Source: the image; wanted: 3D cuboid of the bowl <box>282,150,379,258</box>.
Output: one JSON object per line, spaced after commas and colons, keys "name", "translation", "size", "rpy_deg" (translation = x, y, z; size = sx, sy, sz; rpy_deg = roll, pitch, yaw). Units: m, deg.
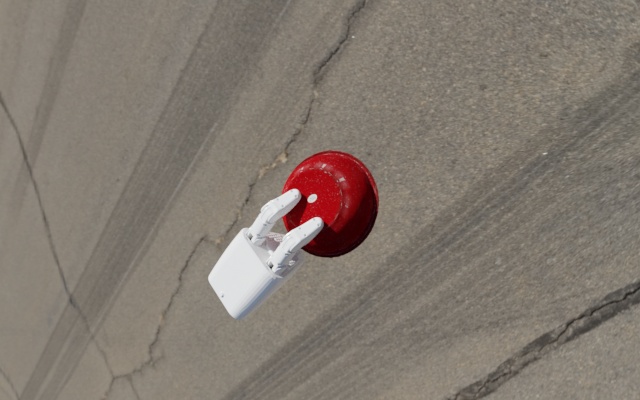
{"name": "bowl", "translation": [0.001, 0.001, 0.693], "size": [0.162, 0.162, 0.055], "rpy_deg": [0, -6, 26]}
